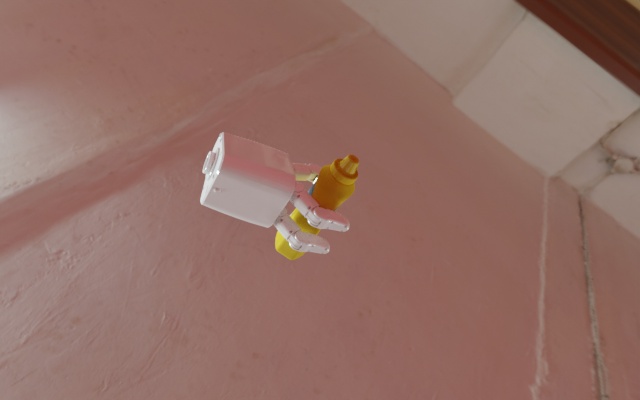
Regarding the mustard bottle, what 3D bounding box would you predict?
[{"bbox_3d":[0.000,0.003,0.718,0.058,0.192,0.096,35,38,-2],"label":"mustard bottle"}]
